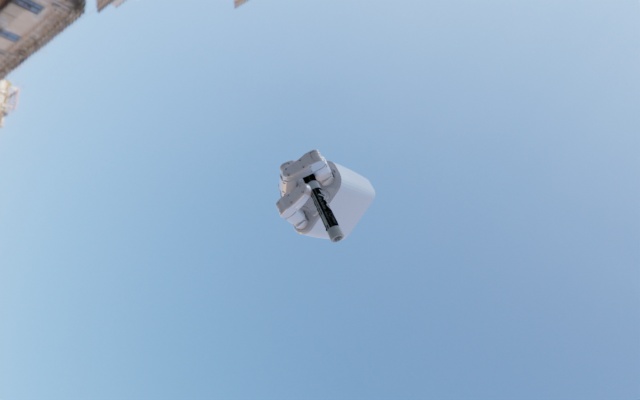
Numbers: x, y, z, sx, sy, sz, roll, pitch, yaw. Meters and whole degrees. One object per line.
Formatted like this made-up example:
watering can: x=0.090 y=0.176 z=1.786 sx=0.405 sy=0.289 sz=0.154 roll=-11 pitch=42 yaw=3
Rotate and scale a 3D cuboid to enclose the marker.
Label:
marker: x=0.000 y=0.002 z=0.650 sx=0.020 sy=0.121 sz=0.020 roll=-19 pitch=-29 yaw=-11
